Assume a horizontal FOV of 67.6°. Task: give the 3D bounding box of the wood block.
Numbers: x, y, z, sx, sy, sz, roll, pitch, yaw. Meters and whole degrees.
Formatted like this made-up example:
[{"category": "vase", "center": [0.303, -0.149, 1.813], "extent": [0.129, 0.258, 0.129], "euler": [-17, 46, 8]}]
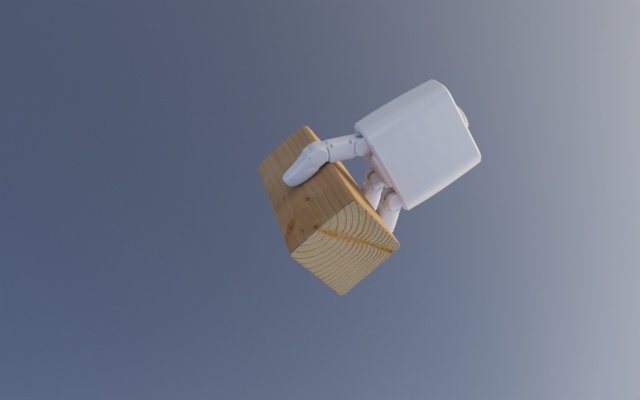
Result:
[{"category": "wood block", "center": [0.000, 0.002, 0.580], "extent": [0.091, 0.090, 0.206], "euler": [44, 9, -32]}]
